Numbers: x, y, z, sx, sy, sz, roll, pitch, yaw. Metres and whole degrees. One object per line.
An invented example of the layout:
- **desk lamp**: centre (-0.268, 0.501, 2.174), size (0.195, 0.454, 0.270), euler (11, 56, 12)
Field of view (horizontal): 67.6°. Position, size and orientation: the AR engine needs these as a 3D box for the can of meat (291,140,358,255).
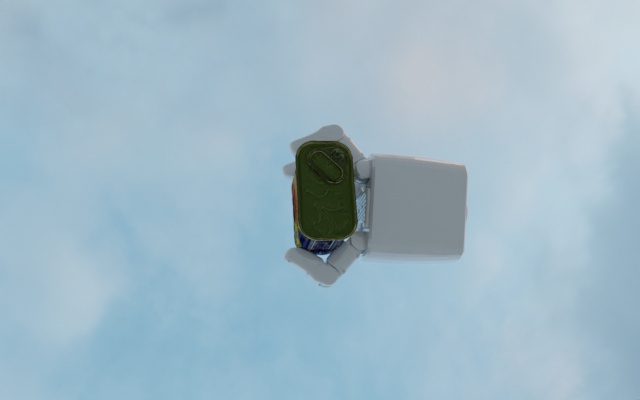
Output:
- **can of meat**: centre (0.000, 0.002, 0.496), size (0.057, 0.102, 0.084), euler (-1, -18, -8)
